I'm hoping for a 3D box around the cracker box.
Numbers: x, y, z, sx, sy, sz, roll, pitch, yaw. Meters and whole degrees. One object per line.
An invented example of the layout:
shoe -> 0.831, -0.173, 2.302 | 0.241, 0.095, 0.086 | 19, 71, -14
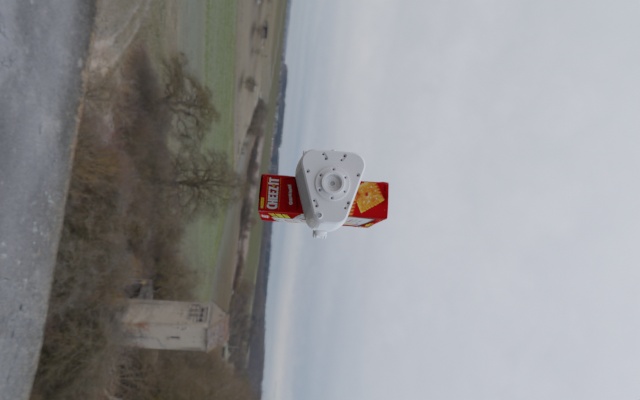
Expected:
cracker box -> 0.000, 0.003, 0.857 | 0.214, 0.072, 0.164 | 5, -8, -5
